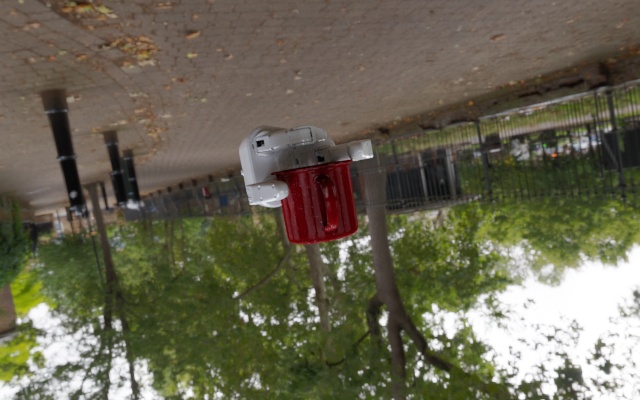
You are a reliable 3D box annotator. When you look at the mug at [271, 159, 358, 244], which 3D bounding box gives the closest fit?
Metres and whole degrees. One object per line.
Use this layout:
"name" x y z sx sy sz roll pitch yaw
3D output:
"mug" 0.001 0.002 0.524 0.093 0.081 0.117 -11 5 -14
